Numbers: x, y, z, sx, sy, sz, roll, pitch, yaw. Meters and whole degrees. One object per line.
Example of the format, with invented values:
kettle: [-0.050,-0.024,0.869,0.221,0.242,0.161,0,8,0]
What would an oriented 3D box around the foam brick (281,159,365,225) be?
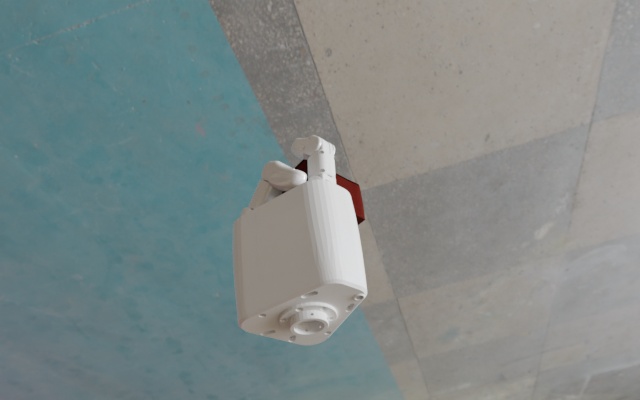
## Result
foam brick: [0.000,0.002,0.502,0.078,0.051,0.053,24,-50,-34]
